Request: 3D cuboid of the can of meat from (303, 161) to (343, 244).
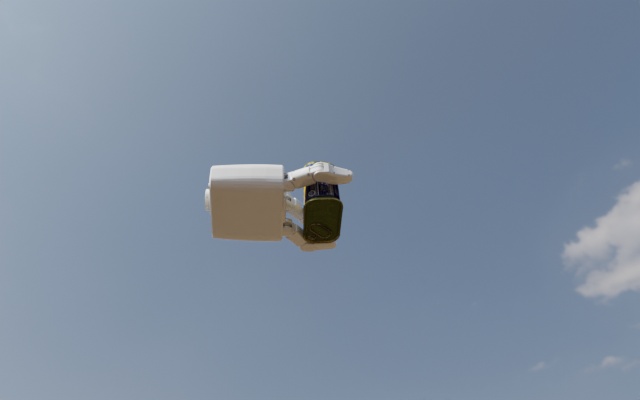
[{"bbox_3d":[0.000,0.002,0.735,0.057,0.083,0.102,-1,-43,-4],"label":"can of meat"}]
